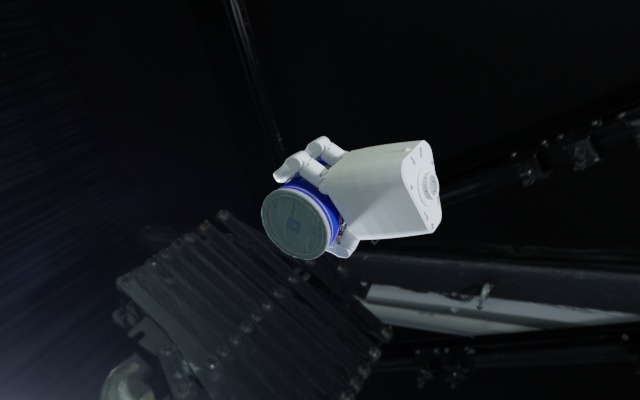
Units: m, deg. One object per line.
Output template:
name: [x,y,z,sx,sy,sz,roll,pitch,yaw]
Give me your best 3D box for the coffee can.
coffee can: [0.000,0.002,0.664,0.103,0.103,0.140,0,26,34]
